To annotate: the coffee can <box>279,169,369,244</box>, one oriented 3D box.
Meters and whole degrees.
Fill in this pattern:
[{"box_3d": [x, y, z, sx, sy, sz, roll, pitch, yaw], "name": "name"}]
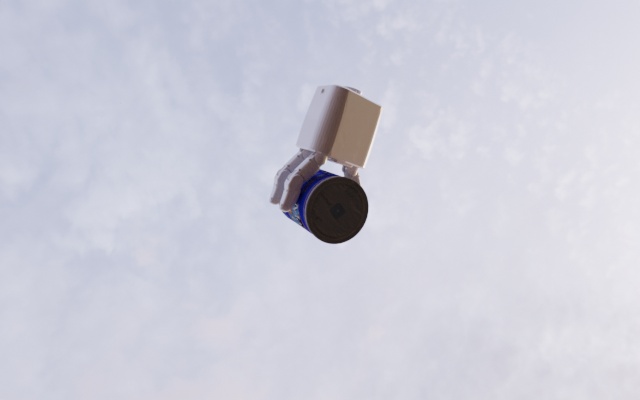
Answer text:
[{"box_3d": [0.000, 0.003, 0.767, 0.103, 0.103, 0.140, 0, 11, -23], "name": "coffee can"}]
